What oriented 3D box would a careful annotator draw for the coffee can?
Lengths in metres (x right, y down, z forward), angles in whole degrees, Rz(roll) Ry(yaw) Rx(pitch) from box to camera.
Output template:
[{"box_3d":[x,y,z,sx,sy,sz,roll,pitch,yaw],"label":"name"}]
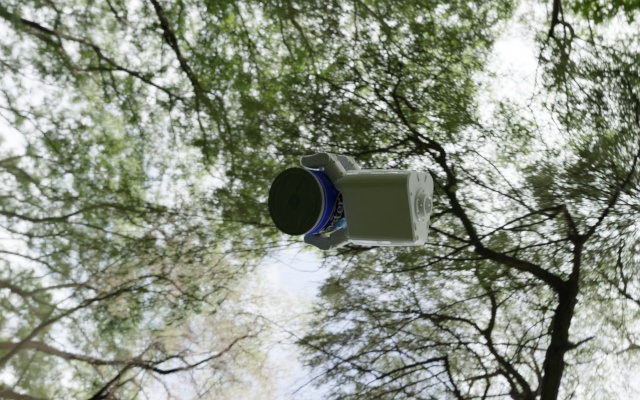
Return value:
[{"box_3d":[0.000,0.003,0.763,0.103,0.103,0.140,0,-1,35],"label":"coffee can"}]
